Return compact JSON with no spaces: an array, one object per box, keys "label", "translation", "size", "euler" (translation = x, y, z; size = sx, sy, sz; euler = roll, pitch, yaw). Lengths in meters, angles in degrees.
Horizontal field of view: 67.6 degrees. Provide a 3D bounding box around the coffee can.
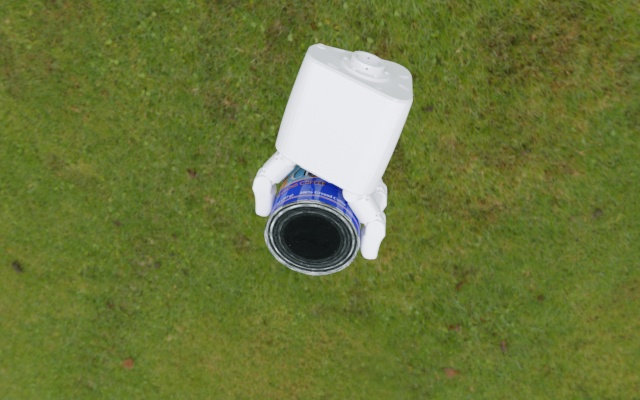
[{"label":"coffee can","translation":[0.000,0.002,0.560],"size":[0.103,0.103,0.140],"euler":[0,36,10]}]
